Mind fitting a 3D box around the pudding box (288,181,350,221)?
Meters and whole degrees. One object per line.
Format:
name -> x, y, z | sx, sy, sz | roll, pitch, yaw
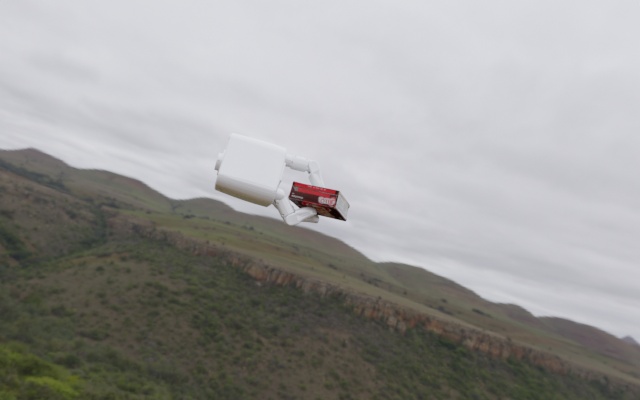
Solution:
pudding box -> 0.000, 0.003, 0.885 | 0.090, 0.039, 0.113 | 13, -9, 17
